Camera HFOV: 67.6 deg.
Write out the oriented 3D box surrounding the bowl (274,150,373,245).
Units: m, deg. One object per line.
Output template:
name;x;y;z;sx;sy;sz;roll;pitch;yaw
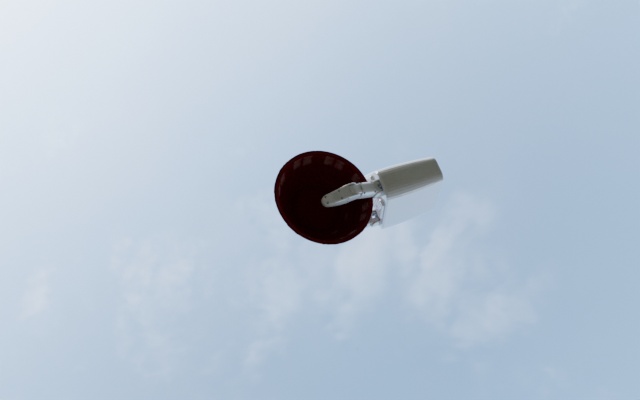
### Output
bowl;-0.001;0.003;0.769;0.162;0.162;0.055;0;-24;-17
